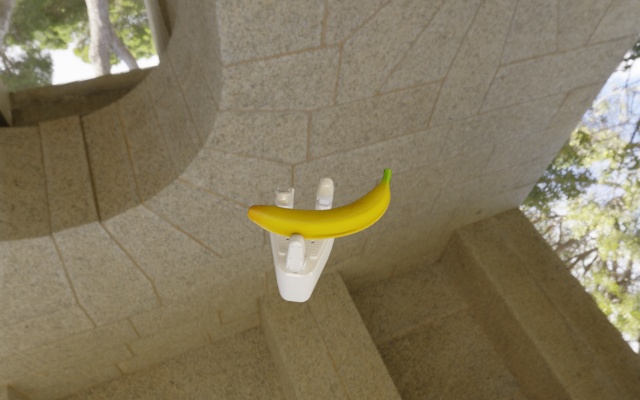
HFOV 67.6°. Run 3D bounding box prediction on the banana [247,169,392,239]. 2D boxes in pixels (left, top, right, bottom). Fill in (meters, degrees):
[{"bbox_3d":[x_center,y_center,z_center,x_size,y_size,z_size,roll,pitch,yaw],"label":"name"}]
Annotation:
[{"bbox_3d":[0.009,0.017,0.611,0.198,0.069,0.037,-15,-28,-12],"label":"banana"}]
